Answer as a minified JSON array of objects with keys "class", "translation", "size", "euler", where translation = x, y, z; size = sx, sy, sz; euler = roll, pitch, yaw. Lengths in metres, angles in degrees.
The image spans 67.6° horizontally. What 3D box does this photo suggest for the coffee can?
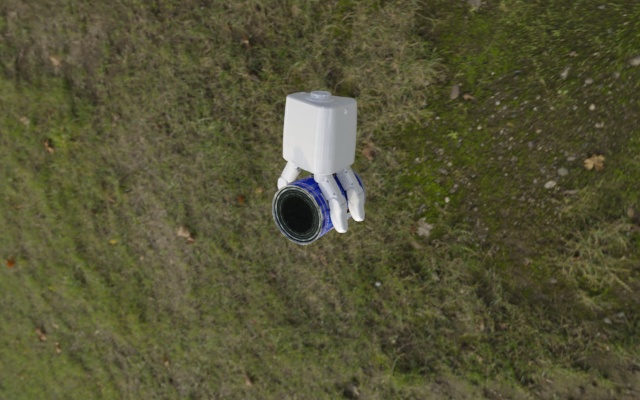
[{"class":"coffee can","translation":[0.000,0.003,0.824],"size":[0.103,0.103,0.140],"euler":[0,18,36]}]
